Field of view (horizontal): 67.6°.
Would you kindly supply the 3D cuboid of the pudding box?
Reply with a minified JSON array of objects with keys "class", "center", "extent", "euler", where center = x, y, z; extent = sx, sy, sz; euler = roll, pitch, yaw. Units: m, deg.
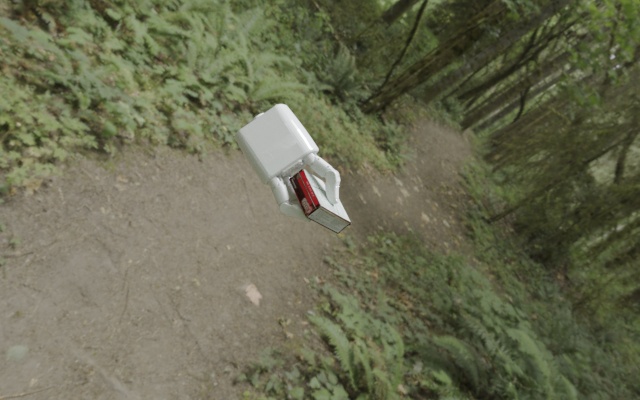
[{"class":"pudding box","center":[0.000,0.003,0.861],"extent":[0.039,0.090,0.113],"euler":[-37,-35,19]}]
